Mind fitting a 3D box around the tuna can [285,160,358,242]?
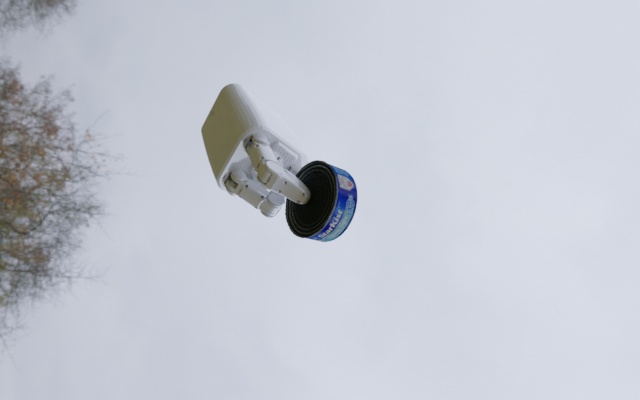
[{"bbox_3d":[0.001,0.002,0.522,0.034,0.086,0.086,17,-11,-38],"label":"tuna can"}]
